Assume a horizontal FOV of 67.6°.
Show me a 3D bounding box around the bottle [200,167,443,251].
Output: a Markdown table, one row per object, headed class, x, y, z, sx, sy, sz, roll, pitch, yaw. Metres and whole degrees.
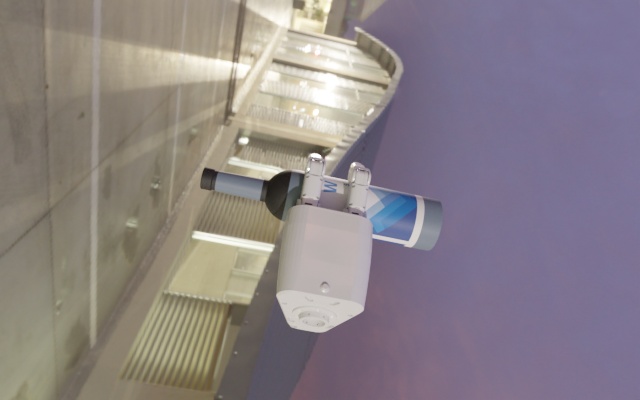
| class | x | y | z | sx | sy | sz | roll | pitch | yaw |
| --- | --- | --- | --- | --- | --- | --- | --- | --- | --- |
| bottle | 0.000 | 0.002 | 0.596 | 0.296 | 0.069 | 0.069 | 12 | -1 | -6 |
